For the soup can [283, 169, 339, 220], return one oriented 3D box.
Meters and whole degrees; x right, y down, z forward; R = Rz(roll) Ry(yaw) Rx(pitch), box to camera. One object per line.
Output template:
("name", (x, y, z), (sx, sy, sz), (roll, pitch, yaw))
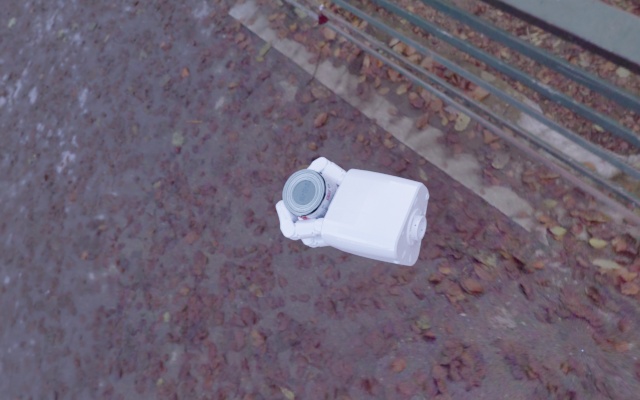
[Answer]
("soup can", (0.000, 0.002, 0.679), (0.068, 0.068, 0.102), (0, -15, 29))
